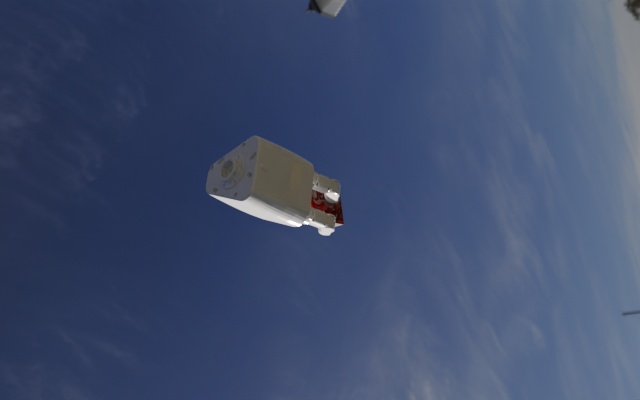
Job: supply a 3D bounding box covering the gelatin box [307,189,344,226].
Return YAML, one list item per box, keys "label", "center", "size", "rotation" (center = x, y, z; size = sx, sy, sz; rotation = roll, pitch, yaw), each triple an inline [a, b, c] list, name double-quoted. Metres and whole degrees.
- label: "gelatin box"
  center: [0.000, 0.003, 0.767]
  size: [0.030, 0.073, 0.089]
  rotation: [-15, -15, 33]
